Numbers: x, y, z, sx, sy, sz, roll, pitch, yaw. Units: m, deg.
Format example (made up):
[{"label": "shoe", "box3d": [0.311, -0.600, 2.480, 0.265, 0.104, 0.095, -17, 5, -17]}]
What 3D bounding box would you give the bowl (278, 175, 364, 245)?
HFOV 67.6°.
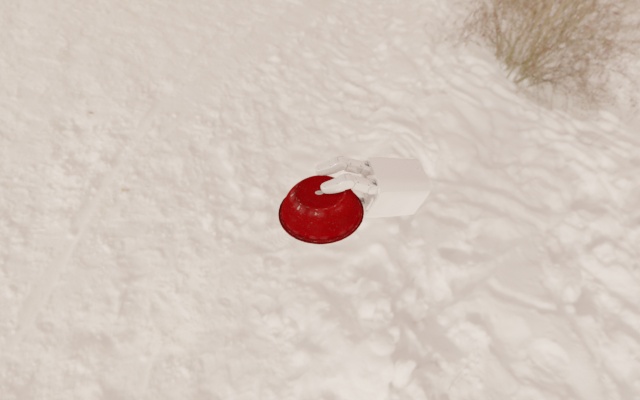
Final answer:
[{"label": "bowl", "box3d": [-0.001, 0.003, 0.877, 0.162, 0.055, 0.162, -2, 44, 2]}]
